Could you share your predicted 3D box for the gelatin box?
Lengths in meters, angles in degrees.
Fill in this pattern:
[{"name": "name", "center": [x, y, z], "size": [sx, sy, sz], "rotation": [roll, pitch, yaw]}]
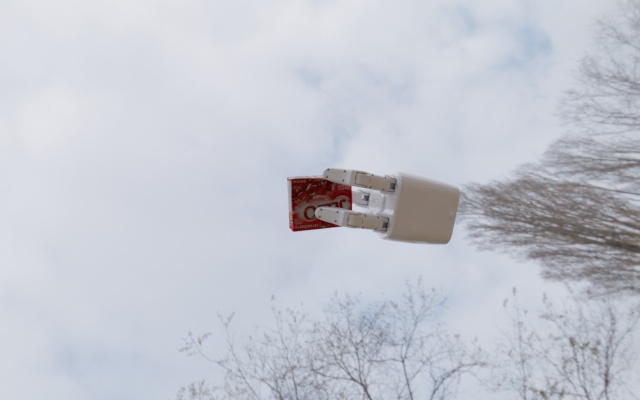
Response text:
[{"name": "gelatin box", "center": [0.000, 0.002, 0.662], "size": [0.089, 0.073, 0.030], "rotation": [-4, 9, -16]}]
